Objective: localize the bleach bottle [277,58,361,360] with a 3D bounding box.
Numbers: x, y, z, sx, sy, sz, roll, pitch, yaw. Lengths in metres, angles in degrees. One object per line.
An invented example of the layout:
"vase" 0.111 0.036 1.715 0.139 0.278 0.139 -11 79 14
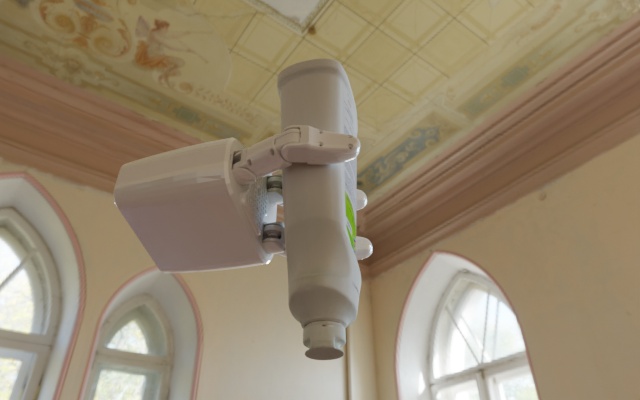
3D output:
"bleach bottle" 0.000 0.001 0.401 0.068 0.250 0.103 -10 -36 13
